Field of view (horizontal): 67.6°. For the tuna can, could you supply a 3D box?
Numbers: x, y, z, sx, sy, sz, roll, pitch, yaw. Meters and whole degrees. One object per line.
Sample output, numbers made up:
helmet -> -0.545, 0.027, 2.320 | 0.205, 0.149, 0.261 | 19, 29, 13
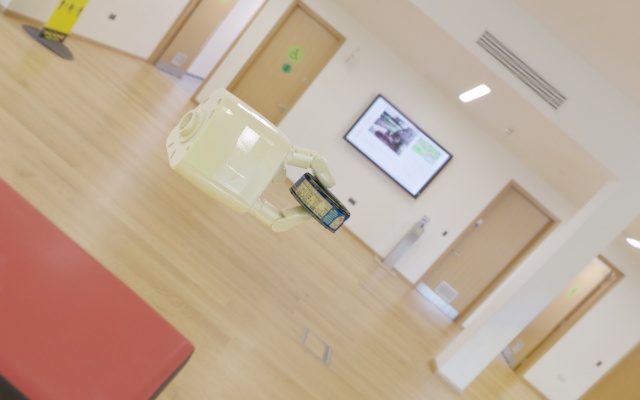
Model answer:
tuna can -> 0.001, 0.002, 0.638 | 0.086, 0.034, 0.086 | 44, 6, -6
